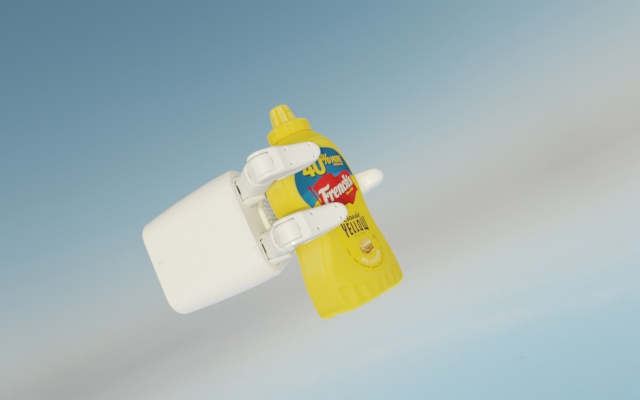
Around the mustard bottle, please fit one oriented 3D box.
[{"bbox_3d":[0.000,0.001,0.430,0.096,0.191,0.058,-16,-12,-47],"label":"mustard bottle"}]
